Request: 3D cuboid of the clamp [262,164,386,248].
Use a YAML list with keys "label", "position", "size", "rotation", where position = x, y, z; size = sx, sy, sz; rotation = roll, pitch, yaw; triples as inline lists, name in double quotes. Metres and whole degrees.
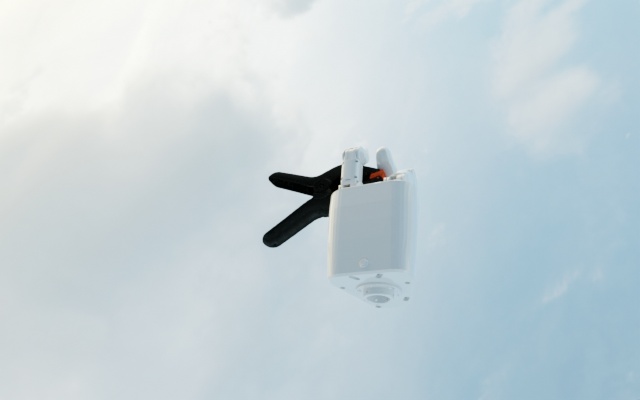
- label: "clamp"
  position: [0.000, 0.002, 0.606]
  size: [0.171, 0.120, 0.039]
  rotation: [-9, -35, 24]
